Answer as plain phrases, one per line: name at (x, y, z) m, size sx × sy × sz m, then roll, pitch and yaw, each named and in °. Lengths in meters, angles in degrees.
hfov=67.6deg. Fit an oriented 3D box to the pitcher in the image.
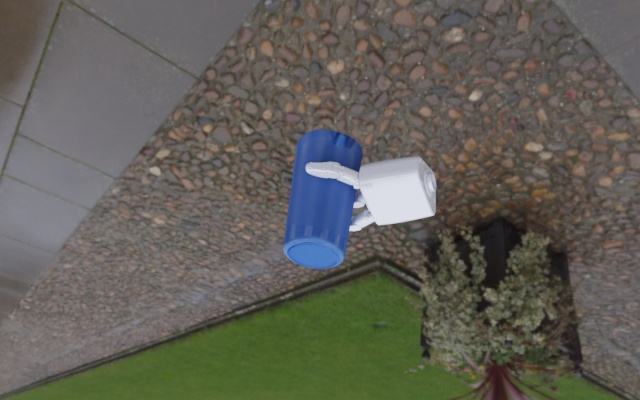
pitcher at (0.000, 0.003, 0.893) m, size 0.145 × 0.242 × 0.149 m, roll -8°, pitch -37°, yaw 25°
